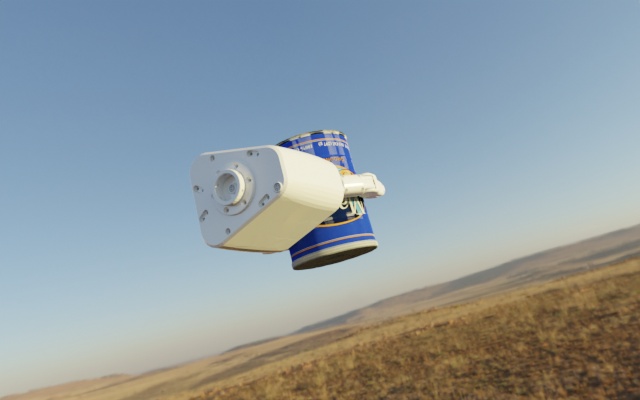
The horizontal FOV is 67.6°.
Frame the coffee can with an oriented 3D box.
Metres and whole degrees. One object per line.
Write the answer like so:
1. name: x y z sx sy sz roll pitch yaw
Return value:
1. coffee can: 0.000 0.002 0.568 0.103 0.140 0.103 -14 -14 -4
